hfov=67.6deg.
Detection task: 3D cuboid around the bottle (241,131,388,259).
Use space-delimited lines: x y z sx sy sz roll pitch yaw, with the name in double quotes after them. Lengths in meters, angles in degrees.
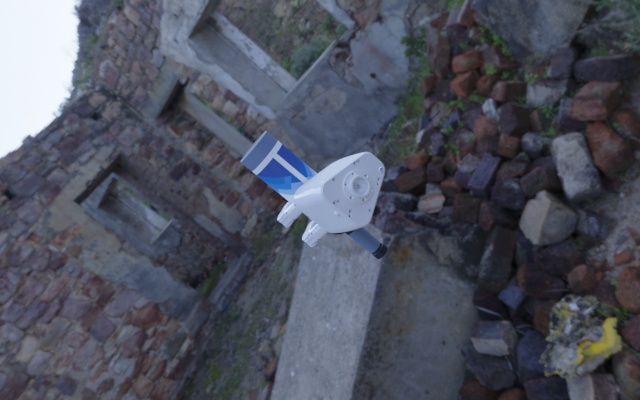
0.000 0.002 0.815 0.296 0.069 0.069 40 -11 -14 "bottle"
